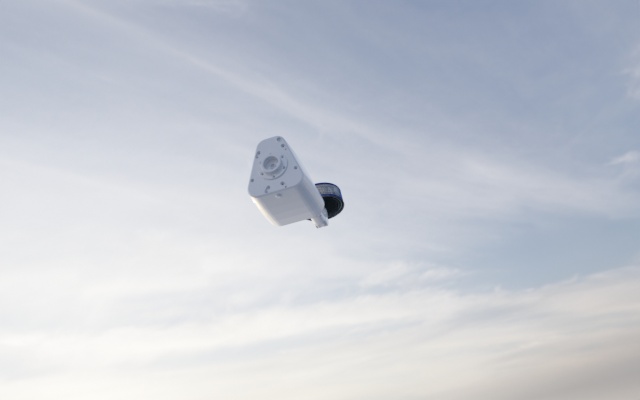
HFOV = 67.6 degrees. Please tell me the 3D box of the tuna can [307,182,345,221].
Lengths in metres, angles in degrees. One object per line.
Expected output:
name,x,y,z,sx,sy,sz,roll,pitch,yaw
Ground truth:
tuna can,0.000,0.002,0.899,0.086,0.033,0.086,-9,-33,-6
